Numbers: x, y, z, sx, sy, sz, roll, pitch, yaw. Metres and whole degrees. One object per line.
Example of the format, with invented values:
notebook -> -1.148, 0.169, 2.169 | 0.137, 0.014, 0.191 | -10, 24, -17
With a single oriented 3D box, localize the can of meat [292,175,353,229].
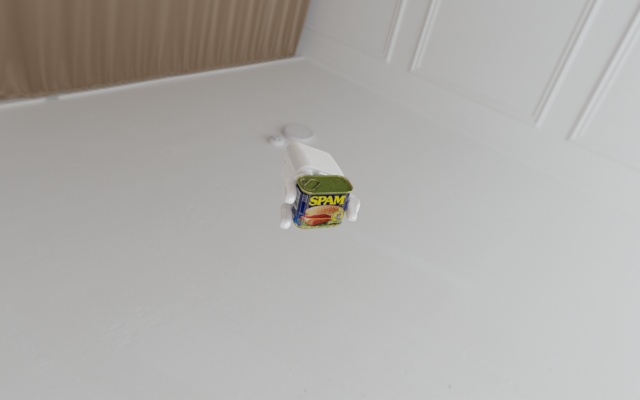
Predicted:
can of meat -> 0.000, 0.003, 0.881 | 0.102, 0.084, 0.057 | -2, 36, -23
